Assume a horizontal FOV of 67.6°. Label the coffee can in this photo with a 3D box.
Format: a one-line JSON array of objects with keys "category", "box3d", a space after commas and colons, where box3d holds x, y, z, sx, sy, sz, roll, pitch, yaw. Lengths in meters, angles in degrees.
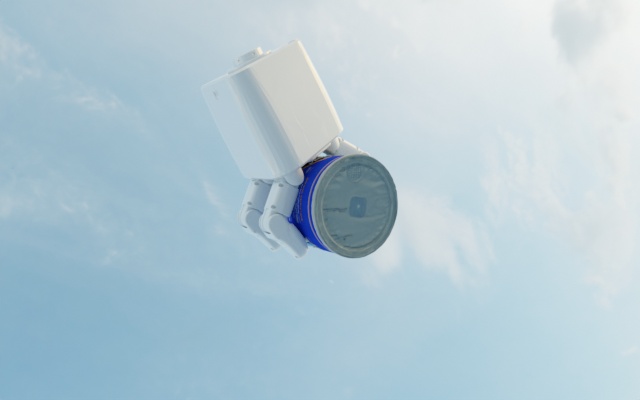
[{"category": "coffee can", "box3d": [0.000, 0.002, 0.523, 0.103, 0.103, 0.140, 0, 4, -33]}]
